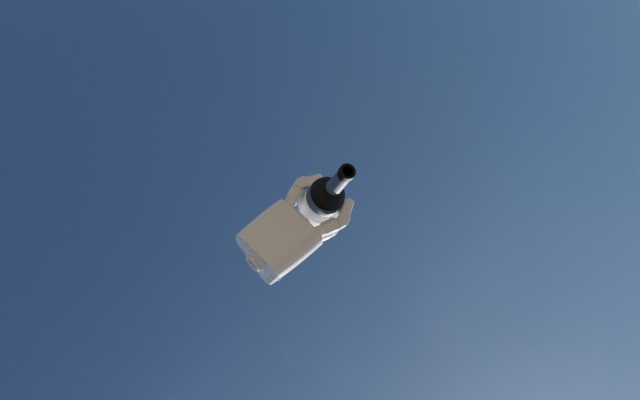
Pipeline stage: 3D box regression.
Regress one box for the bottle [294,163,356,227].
[{"bbox_3d":[0.000,0.003,0.884,0.069,0.069,0.296,0,-20,-18],"label":"bottle"}]
